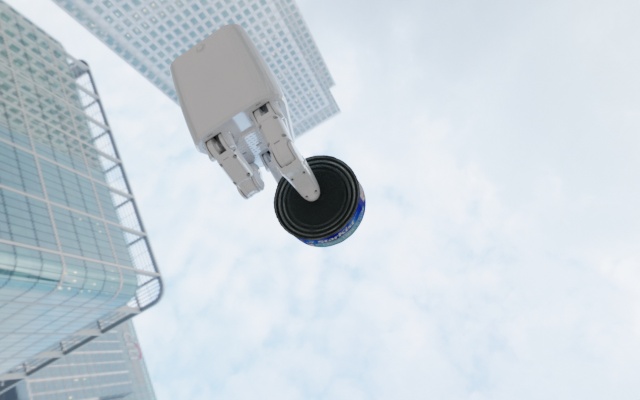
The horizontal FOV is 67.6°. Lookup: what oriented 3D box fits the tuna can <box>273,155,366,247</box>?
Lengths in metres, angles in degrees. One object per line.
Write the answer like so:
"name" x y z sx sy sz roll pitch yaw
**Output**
"tuna can" 0.000 0.002 0.464 0.086 0.086 0.034 0 -20 19
